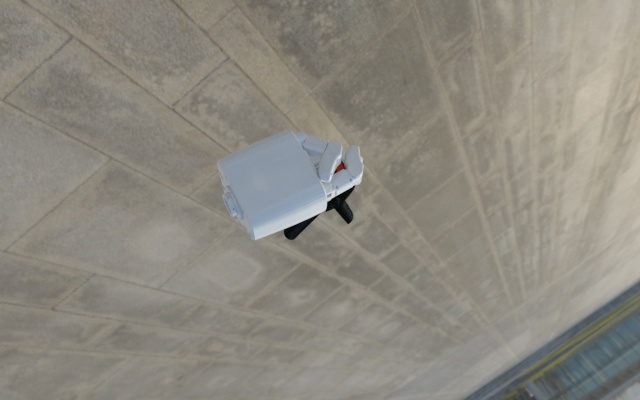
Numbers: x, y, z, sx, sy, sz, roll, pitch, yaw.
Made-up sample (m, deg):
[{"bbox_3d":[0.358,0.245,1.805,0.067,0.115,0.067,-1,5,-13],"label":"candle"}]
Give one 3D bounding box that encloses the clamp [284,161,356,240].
[{"bbox_3d":[0.001,0.003,0.716,0.120,0.039,0.172,-24,-31,-17],"label":"clamp"}]
